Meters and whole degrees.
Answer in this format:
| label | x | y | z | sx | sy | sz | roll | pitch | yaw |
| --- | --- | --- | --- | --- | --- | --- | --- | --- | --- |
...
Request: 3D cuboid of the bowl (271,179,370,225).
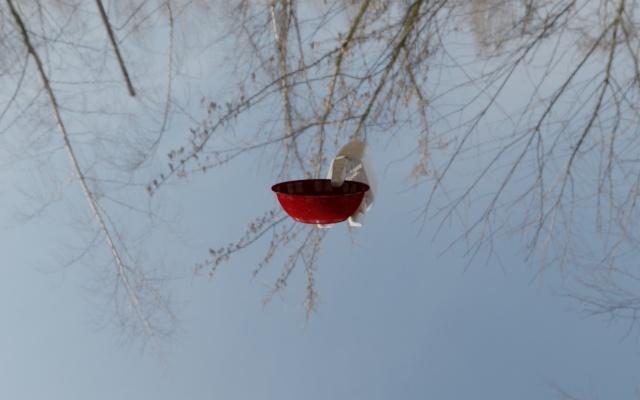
| label | x | y | z | sx | sy | sz | roll | pitch | yaw |
| --- | --- | --- | --- | --- | --- | --- | --- | --- | --- |
| bowl | -0.001 | 0.003 | 0.784 | 0.162 | 0.055 | 0.162 | 0 | 11 | 0 |
